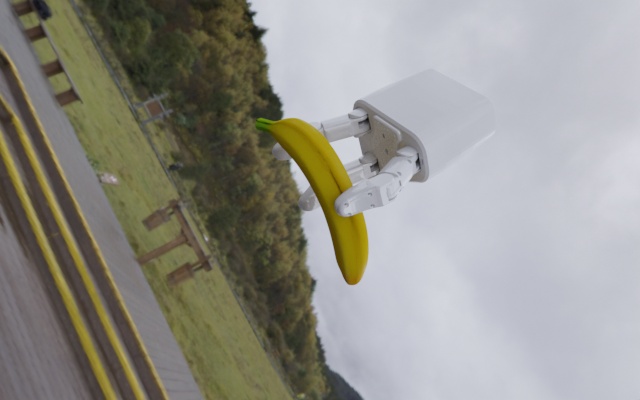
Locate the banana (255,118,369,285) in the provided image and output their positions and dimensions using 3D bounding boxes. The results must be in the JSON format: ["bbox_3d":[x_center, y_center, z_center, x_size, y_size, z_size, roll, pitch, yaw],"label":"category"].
[{"bbox_3d":[0.007,-0.003,0.467,0.037,0.198,0.069,-32,9,-28],"label":"banana"}]
